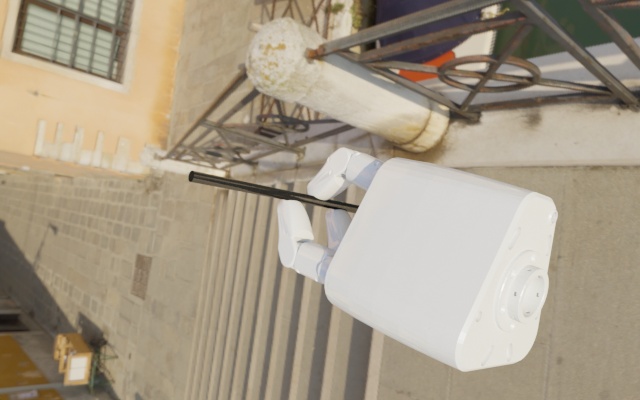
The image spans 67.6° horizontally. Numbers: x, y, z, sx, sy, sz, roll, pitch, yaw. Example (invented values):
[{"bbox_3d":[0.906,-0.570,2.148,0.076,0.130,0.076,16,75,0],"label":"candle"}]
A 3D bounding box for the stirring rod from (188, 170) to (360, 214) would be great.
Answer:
[{"bbox_3d":[0.000,0.001,0.405,0.239,0.011,0.011,11,-8,-42],"label":"stirring rod"}]
